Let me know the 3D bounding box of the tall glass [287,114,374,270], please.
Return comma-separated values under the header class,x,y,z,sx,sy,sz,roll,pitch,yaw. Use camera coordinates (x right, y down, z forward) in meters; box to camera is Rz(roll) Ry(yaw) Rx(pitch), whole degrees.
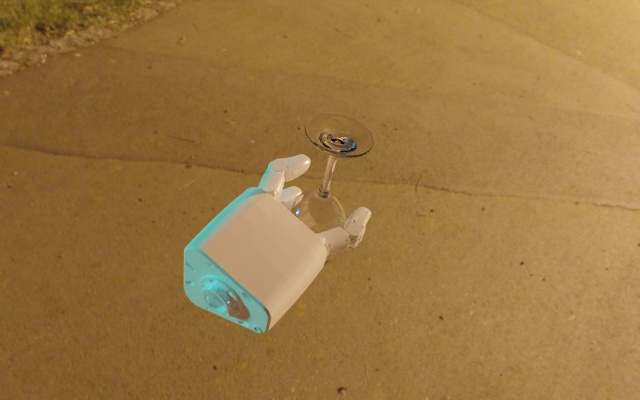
class,x,y,z,sx,sy,sz,roll,pitch,yaw
tall glass,0.000,0.001,0.566,0.079,0.201,0.079,8,43,-8
